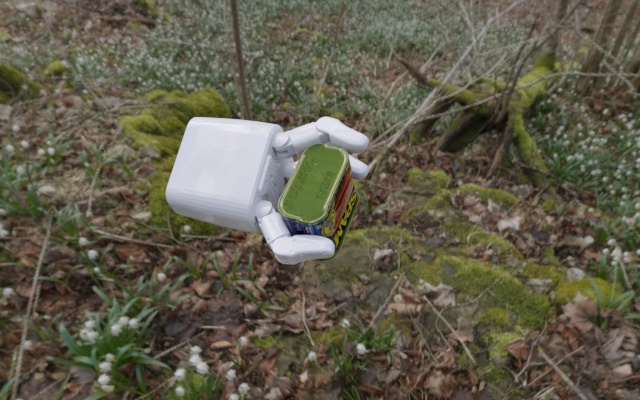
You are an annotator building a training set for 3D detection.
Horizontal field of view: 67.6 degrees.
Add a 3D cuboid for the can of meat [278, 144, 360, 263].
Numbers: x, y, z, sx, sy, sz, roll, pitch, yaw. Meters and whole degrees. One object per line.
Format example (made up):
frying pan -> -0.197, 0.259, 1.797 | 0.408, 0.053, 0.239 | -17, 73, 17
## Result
can of meat -> 0.000, 0.002, 0.510 | 0.057, 0.102, 0.084 | 13, -29, 19
